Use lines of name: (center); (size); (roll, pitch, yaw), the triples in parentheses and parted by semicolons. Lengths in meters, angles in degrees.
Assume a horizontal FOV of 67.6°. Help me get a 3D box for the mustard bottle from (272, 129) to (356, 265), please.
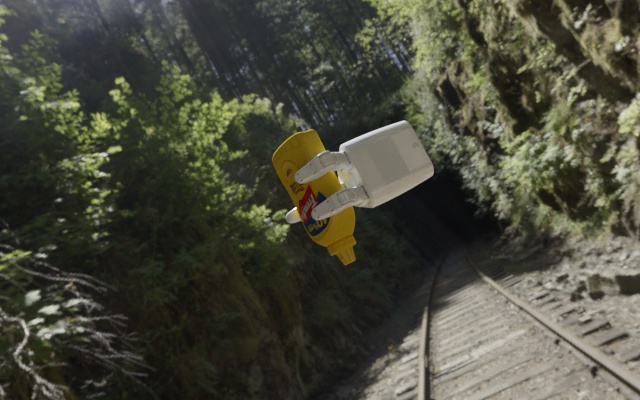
mustard bottle: (0.000, 0.002, 0.683); (0.058, 0.191, 0.096); (-20, -12, -37)
